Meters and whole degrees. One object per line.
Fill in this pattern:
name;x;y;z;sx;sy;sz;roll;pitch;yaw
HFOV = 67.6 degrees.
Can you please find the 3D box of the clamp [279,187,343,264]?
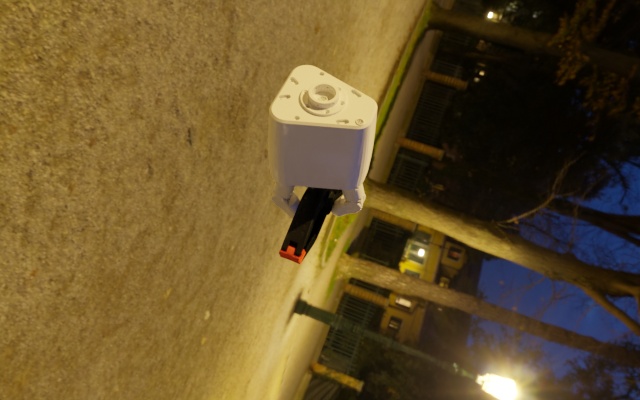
clamp;0.001;0.003;0.644;0.036;0.210;0.165;19;-32;10
